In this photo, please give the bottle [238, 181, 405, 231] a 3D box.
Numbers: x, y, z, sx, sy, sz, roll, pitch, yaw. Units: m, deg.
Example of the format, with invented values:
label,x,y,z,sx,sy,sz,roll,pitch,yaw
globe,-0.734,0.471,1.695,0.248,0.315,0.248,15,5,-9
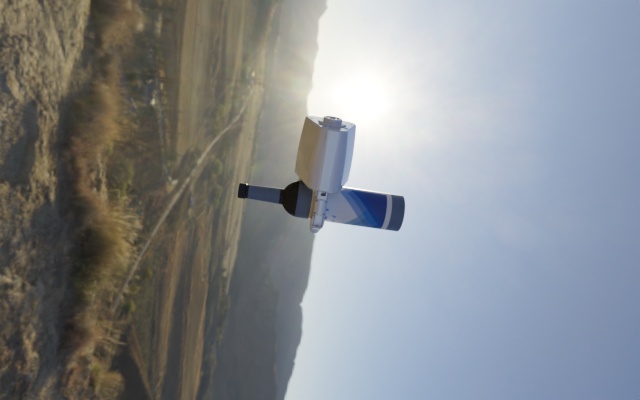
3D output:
label,x,y,z,sx,sy,sz,roll,pitch,yaw
bottle,0.000,0.003,0.859,0.296,0.069,0.069,8,-1,-5
